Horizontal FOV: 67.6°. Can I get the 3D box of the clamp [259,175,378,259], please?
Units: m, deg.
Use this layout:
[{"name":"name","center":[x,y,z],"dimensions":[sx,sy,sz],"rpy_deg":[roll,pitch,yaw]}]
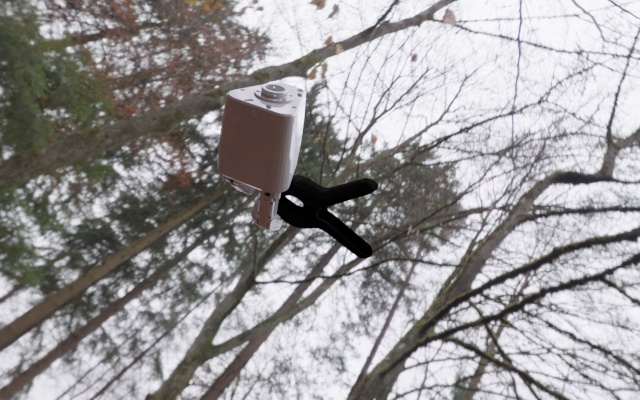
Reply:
[{"name":"clamp","center":[0.000,0.002,0.635],"dimensions":[0.171,0.120,0.039],"rpy_deg":[21,32,14]}]
